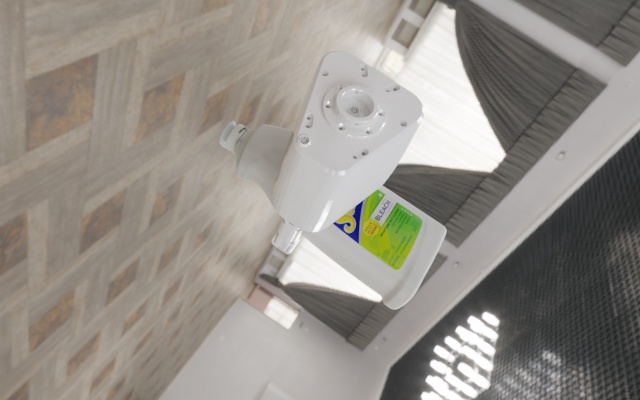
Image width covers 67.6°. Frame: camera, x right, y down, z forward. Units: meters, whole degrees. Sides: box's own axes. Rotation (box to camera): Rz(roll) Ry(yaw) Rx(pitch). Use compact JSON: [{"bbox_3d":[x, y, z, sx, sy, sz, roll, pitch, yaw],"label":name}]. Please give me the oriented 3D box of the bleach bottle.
[{"bbox_3d":[0.000,0.002,0.499,0.251,0.102,0.068,33,-27,4],"label":"bleach bottle"}]
